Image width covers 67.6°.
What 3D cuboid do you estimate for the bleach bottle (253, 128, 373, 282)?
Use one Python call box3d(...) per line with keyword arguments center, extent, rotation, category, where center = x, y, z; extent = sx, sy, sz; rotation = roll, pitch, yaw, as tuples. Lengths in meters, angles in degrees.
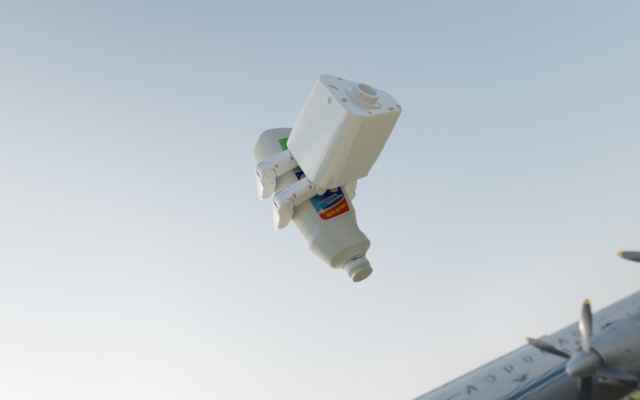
box3d(center=(0.000, 0.002, 0.644), extent=(0.102, 0.068, 0.250), rotation=(-4, 46, -36), category="bleach bottle")
